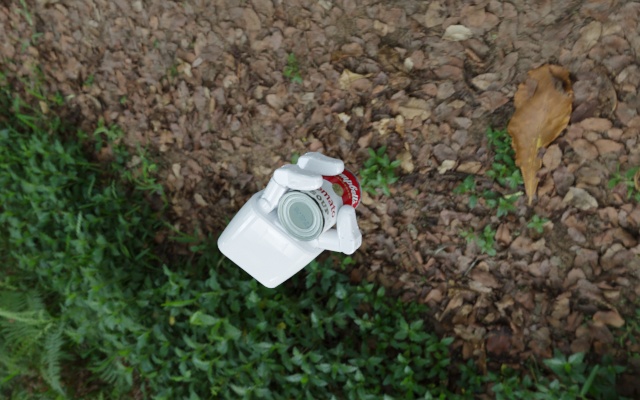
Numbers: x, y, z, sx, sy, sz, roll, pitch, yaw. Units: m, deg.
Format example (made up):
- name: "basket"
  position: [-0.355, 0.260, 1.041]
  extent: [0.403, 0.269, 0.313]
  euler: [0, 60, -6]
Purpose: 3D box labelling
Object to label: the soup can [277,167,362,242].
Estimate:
- name: "soup can"
  position: [0.000, 0.002, 0.608]
  extent: [0.068, 0.068, 0.102]
  euler: [0, 20, 33]
